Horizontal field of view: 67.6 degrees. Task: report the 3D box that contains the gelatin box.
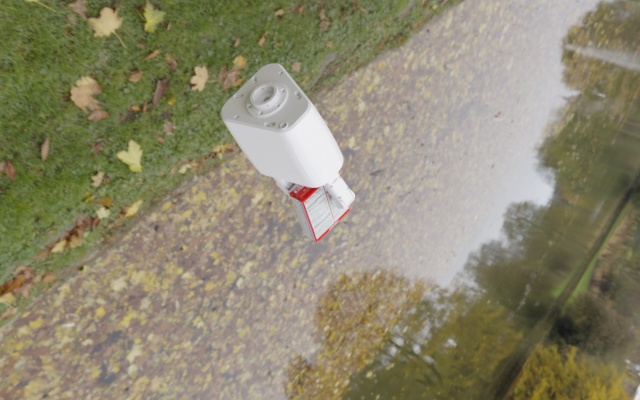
[{"bbox_3d":[0.001,0.003,0.655,0.030,0.089,0.073,27,60,36],"label":"gelatin box"}]
